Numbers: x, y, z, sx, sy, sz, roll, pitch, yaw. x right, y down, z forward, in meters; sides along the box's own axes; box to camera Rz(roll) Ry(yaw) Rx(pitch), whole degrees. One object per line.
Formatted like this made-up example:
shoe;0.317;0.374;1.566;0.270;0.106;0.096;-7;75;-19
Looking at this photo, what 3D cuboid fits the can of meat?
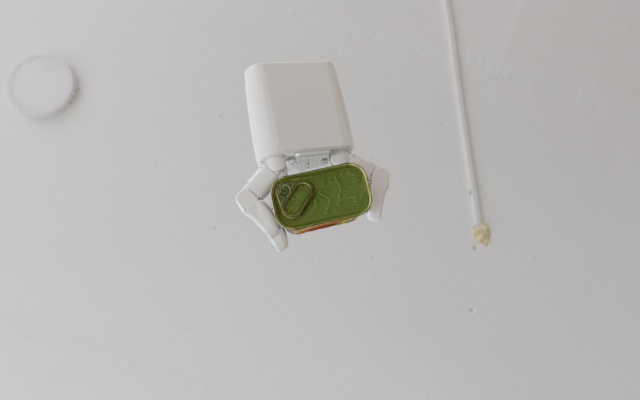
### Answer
can of meat;0.000;0.002;0.529;0.102;0.057;0.084;-13;-9;-3
